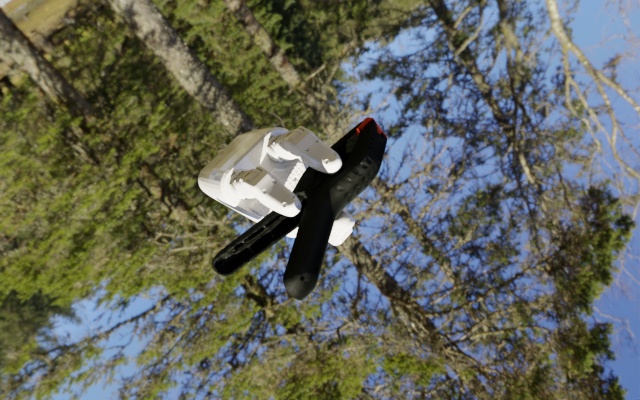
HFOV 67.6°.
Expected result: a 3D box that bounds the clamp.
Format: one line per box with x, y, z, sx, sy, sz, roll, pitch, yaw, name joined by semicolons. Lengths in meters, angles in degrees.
0.001;0.002;0.433;0.210;0.036;0.164;-47;24;-17;clamp
